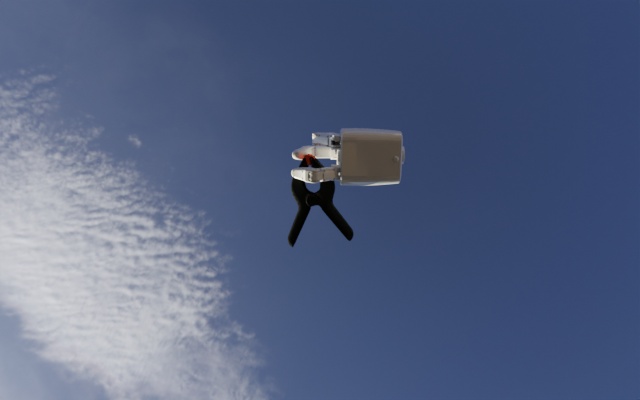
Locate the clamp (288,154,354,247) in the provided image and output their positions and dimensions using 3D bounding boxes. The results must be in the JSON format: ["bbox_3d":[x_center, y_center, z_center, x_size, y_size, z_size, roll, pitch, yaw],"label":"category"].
[{"bbox_3d":[0.000,0.003,0.859,0.120,0.171,0.039,0,13,0],"label":"clamp"}]
